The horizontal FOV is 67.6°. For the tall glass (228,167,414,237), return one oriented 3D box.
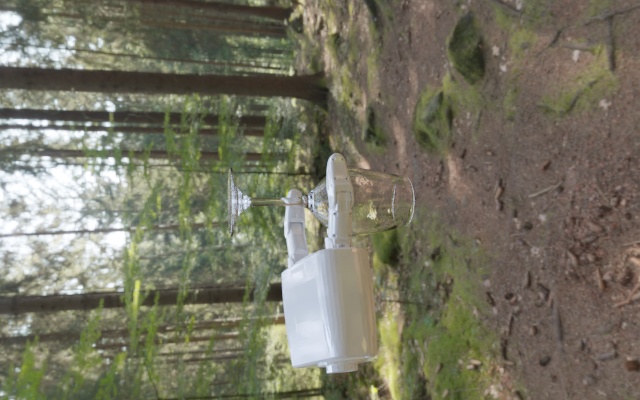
[{"bbox_3d":[-0.001,0.002,0.533,0.201,0.079,0.079,0,0,-14],"label":"tall glass"}]
